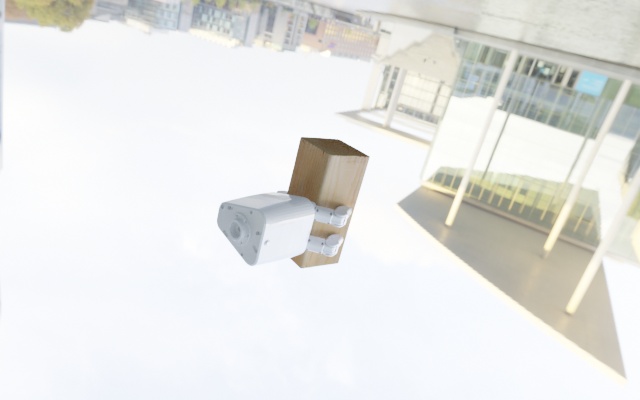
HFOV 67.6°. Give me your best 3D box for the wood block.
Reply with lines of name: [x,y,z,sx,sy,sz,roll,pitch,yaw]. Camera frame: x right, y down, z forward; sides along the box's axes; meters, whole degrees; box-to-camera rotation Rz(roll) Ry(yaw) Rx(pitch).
wood block: [0.000,0.003,0.830,0.090,0.206,0.090,-3,27,-39]
